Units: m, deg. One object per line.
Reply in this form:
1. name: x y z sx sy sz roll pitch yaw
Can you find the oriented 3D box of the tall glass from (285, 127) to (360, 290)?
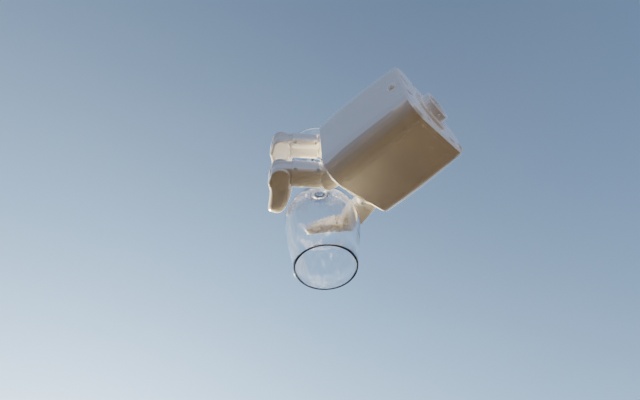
1. tall glass: 0.000 0.001 0.525 0.079 0.079 0.200 0 39 -4
